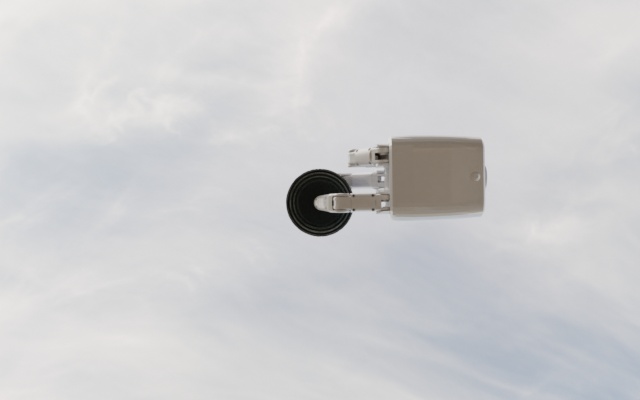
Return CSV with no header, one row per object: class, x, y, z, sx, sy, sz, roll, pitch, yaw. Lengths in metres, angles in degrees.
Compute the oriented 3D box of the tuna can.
tuna can,0.000,0.002,0.614,0.086,0.086,0.034,0,4,3
